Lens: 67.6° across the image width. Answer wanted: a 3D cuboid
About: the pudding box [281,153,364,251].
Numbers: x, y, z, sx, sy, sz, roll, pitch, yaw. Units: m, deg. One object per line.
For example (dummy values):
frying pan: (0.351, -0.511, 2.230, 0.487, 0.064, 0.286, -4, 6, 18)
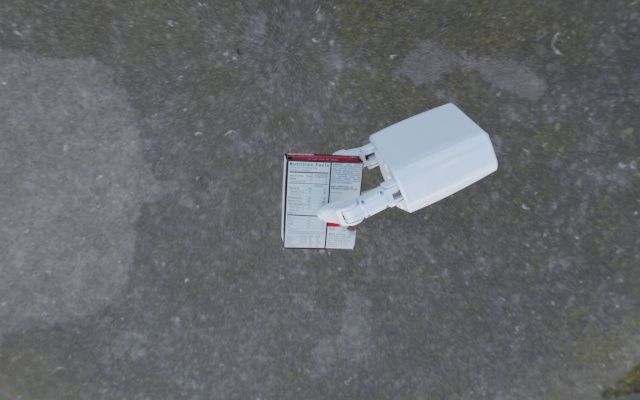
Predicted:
pudding box: (0.000, 0.002, 0.562, 0.090, 0.113, 0.039, 2, 16, -6)
